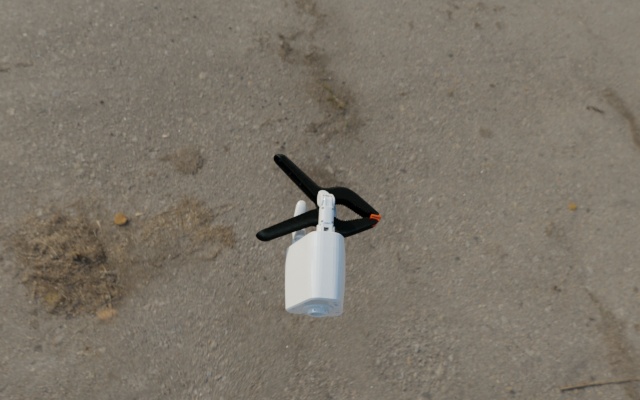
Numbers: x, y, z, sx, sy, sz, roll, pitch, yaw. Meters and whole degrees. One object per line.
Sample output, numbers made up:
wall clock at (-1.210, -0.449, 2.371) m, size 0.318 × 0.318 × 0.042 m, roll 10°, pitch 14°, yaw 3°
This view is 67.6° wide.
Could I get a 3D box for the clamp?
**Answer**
clamp at (0.001, 0.003, 0.821) m, size 0.210 × 0.164 × 0.036 m, roll 7°, pitch -26°, yaw -11°
